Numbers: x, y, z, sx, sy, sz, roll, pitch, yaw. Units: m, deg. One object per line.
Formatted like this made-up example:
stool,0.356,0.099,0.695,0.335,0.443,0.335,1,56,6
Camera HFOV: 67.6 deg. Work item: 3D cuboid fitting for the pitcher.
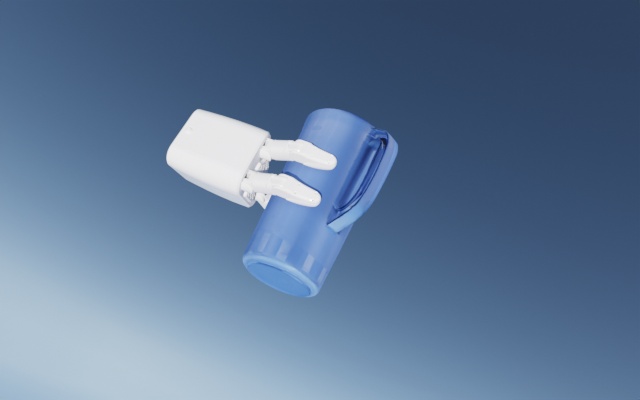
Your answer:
pitcher,0.000,0.002,0.648,0.145,0.242,0.149,22,-26,8
